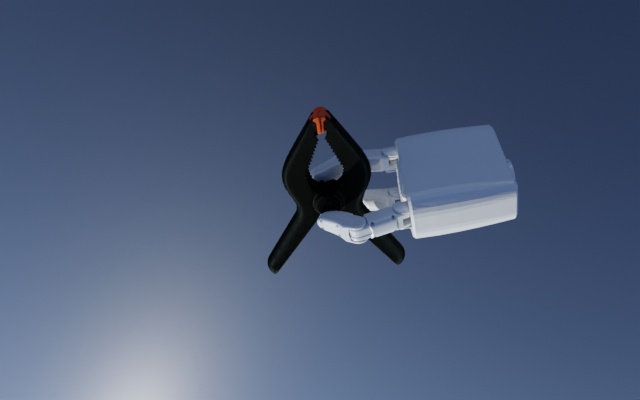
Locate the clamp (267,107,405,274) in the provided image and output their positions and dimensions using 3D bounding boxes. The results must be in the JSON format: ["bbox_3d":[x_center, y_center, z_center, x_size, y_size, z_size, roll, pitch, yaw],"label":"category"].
[{"bbox_3d":[0.000,0.002,0.528,0.164,0.210,0.036,-11,33,6],"label":"clamp"}]
